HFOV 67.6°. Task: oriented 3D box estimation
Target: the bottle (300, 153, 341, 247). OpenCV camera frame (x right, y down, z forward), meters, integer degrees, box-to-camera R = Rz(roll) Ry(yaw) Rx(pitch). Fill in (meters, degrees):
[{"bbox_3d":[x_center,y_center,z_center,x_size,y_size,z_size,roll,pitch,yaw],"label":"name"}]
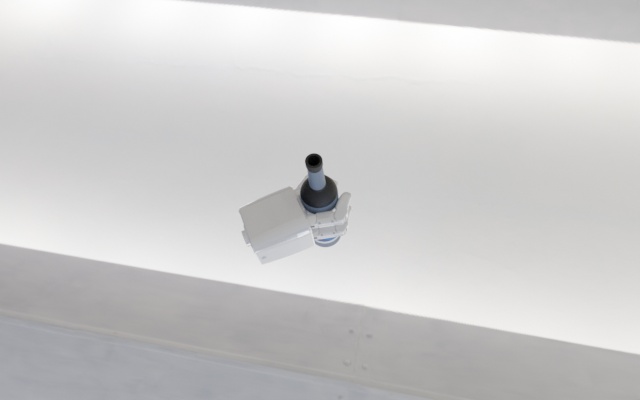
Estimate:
[{"bbox_3d":[0.000,0.003,0.864,0.069,0.069,0.296,0,-26,5],"label":"bottle"}]
